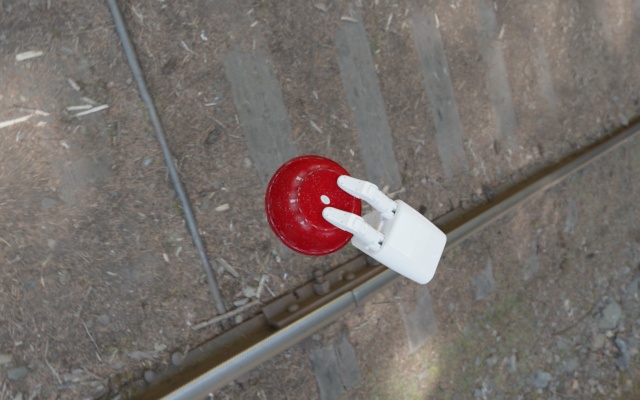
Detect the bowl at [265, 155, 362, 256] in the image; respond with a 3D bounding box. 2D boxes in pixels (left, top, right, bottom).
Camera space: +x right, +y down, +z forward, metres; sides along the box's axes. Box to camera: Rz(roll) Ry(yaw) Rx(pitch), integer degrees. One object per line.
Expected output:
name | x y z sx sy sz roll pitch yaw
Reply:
bowl | -0.001 0.002 0.725 0.162 0.162 0.055 0 -10 -21
